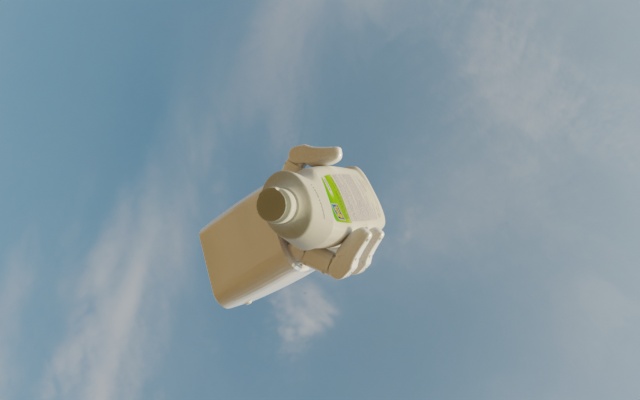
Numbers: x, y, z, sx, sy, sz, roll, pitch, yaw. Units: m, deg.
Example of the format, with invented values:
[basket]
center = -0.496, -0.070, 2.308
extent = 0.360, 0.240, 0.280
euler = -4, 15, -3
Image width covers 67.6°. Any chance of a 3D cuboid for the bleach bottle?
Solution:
[bleach bottle]
center = 0.000, 0.002, 0.516
extent = 0.068, 0.102, 0.251
euler = -31, -13, 17
